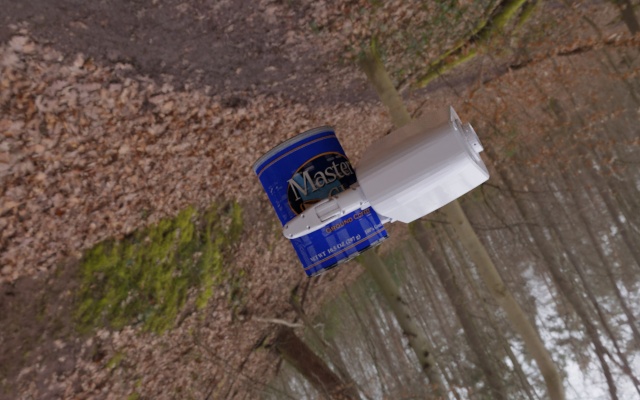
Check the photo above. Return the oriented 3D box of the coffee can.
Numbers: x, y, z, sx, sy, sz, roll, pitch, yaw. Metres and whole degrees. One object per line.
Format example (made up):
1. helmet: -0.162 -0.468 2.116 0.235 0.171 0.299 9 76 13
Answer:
1. coffee can: 0.000 0.002 0.539 0.103 0.140 0.103 -27 -5 -2
